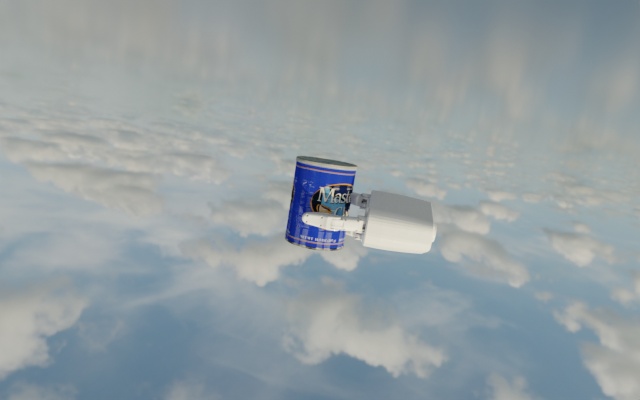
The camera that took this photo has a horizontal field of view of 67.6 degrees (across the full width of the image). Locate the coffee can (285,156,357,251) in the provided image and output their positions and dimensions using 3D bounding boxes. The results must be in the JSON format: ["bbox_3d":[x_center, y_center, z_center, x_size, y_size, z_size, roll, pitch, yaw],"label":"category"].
[{"bbox_3d":[0.000,0.002,0.801,0.103,0.140,0.103,9,9,-1],"label":"coffee can"}]
